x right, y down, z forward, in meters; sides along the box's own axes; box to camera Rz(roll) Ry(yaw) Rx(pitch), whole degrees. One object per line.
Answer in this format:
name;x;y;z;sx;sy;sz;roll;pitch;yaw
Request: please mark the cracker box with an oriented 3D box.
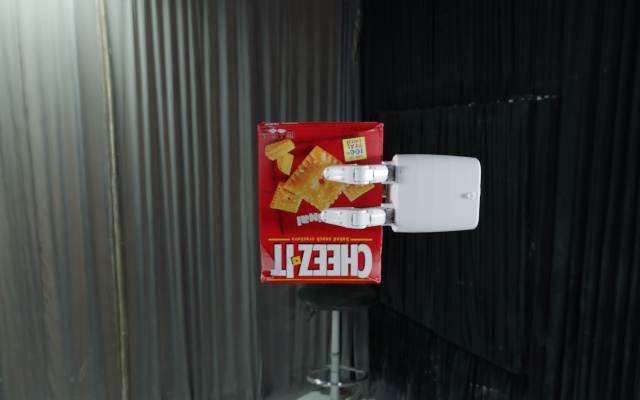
cracker box;0.000;0.002;0.647;0.164;0.214;0.072;0;8;1
